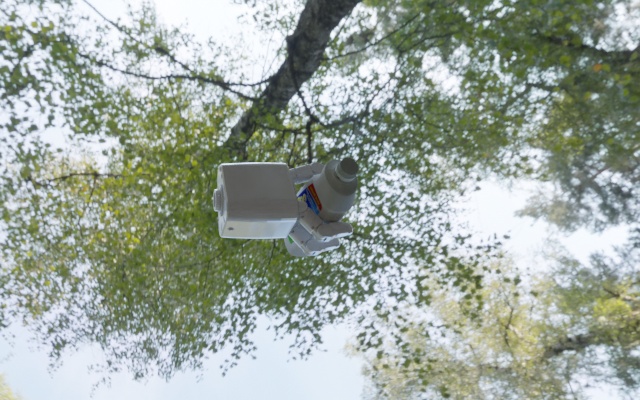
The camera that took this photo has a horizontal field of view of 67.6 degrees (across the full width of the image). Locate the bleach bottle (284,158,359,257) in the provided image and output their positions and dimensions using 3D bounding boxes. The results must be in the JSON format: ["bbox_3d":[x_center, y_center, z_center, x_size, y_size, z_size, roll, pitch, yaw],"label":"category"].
[{"bbox_3d":[0.000,0.003,0.768,0.068,0.102,0.251,-1,-27,-21],"label":"bleach bottle"}]
